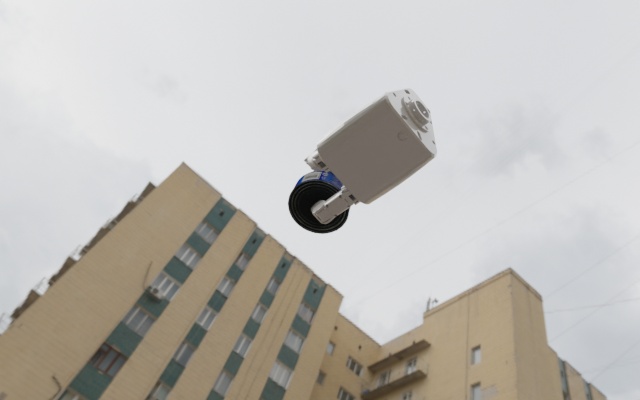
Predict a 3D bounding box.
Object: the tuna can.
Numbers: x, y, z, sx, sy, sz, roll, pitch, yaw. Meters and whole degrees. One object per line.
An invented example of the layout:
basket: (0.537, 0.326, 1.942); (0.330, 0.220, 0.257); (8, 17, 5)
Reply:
tuna can: (0.000, 0.002, 0.667); (0.086, 0.086, 0.033); (0, 30, 14)
